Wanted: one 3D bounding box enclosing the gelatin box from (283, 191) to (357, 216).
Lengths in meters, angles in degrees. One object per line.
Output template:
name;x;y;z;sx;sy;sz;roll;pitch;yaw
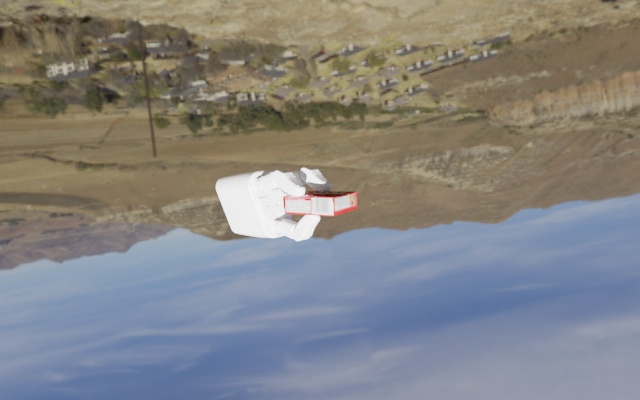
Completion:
gelatin box;0.000;0.003;0.718;0.089;0.030;0.073;2;8;32
